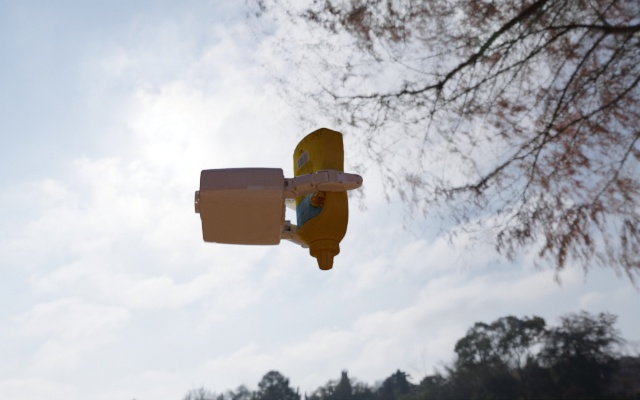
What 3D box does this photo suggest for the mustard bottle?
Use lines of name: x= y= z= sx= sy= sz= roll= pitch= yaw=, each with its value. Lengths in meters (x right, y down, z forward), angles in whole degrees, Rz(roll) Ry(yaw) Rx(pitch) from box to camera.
mustard bottle: x=0.000 y=0.002 z=0.653 sx=0.058 sy=0.191 sz=0.096 roll=13 pitch=-32 yaw=-30
